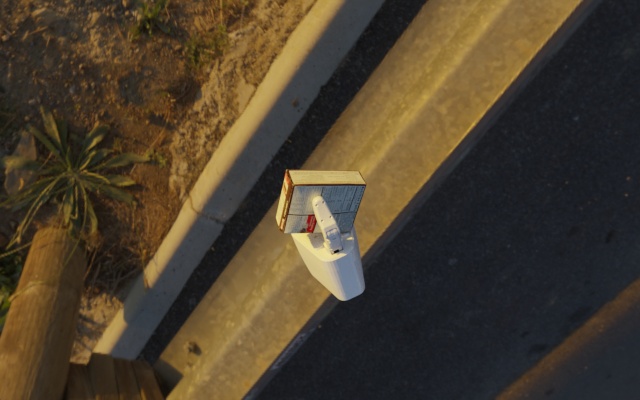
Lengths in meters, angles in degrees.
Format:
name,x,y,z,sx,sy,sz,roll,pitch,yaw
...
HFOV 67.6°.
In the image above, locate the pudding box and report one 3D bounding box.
name,x,y,z,sx,sy,sz,roll,pitch,yaw
pudding box,0.000,0.002,0.677,0.113,0.090,0.039,-2,38,-23
